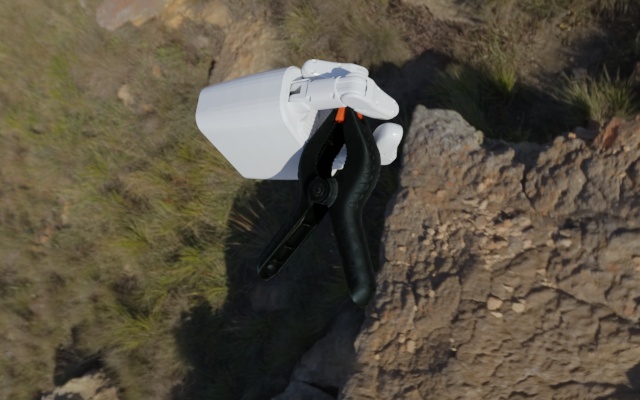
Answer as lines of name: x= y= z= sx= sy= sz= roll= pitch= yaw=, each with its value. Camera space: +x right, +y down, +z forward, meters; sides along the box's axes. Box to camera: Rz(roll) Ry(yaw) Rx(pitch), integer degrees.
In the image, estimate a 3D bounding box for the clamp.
clamp: x=0.000 y=0.001 z=0.410 sx=0.120 sy=0.171 sz=0.039 roll=-1 pitch=-17 yaw=31
